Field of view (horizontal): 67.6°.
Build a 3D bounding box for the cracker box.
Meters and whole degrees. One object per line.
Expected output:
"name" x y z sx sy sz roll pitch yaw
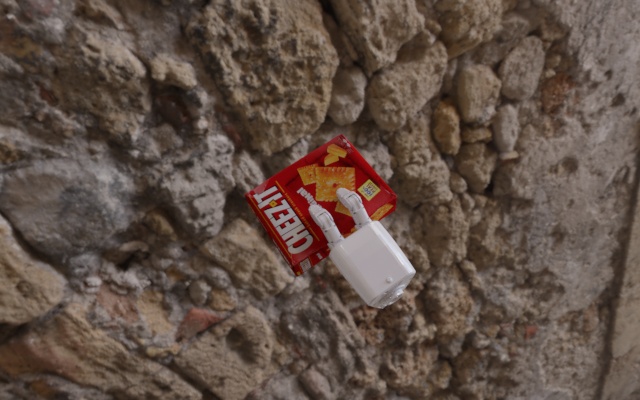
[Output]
"cracker box" 0.000 0.003 0.839 0.213 0.164 0.072 -33 -24 -10
